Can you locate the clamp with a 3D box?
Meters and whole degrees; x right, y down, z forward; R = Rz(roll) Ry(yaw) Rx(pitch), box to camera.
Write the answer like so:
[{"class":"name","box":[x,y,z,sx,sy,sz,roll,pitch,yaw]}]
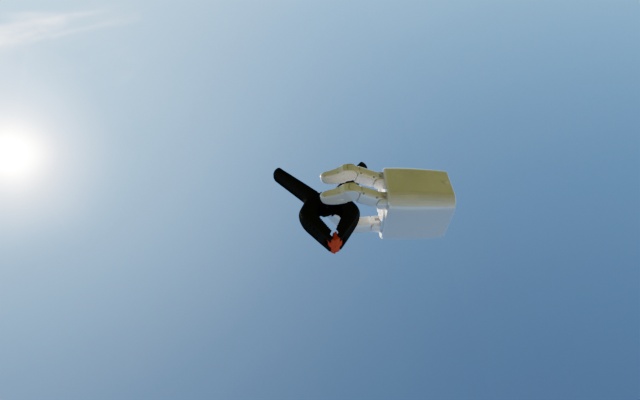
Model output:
[{"class":"clamp","box":[0.000,0.003,0.768,0.164,0.036,0.209,-1,38,1]}]
